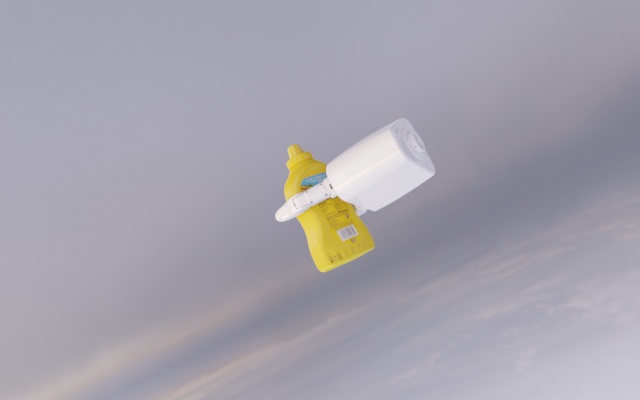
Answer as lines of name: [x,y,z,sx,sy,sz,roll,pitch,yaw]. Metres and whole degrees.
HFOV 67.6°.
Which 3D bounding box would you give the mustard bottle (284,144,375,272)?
mustard bottle: [0.000,0.003,0.704,0.096,0.191,0.058,-19,-13,-37]
